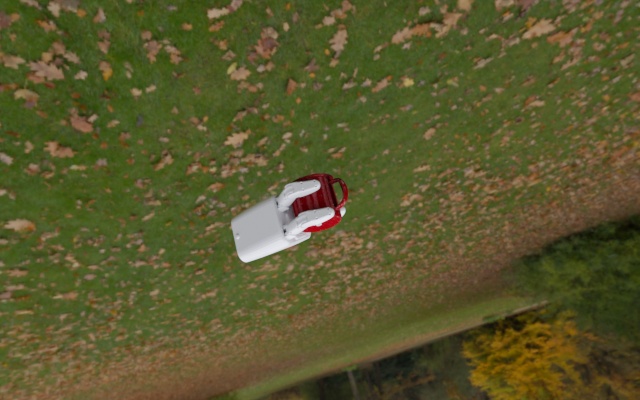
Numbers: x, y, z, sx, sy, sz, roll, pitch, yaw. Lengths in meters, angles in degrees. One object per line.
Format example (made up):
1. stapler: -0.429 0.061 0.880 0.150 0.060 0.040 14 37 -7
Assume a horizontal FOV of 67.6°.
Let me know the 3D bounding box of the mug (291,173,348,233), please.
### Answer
1. mug: 0.001 0.002 0.862 0.117 0.081 0.093 -26 -22 26
